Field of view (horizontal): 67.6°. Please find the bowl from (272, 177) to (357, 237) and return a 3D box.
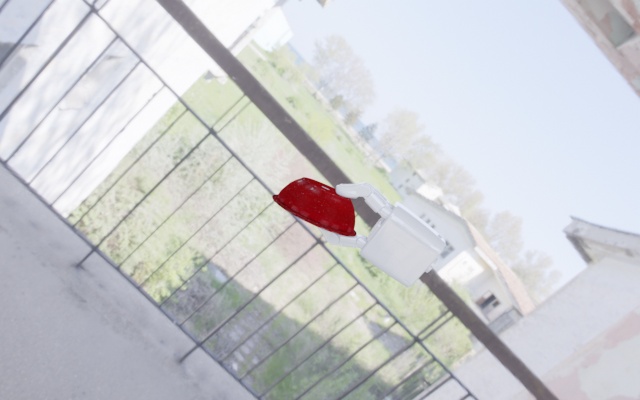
[{"bbox_3d":[-0.001,0.002,0.828,0.162,0.055,0.162,24,8,-4],"label":"bowl"}]
